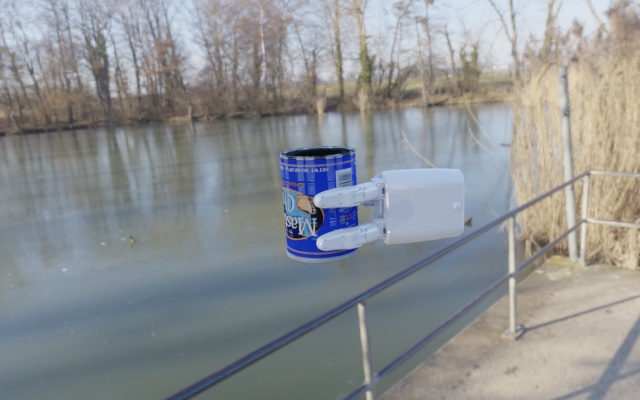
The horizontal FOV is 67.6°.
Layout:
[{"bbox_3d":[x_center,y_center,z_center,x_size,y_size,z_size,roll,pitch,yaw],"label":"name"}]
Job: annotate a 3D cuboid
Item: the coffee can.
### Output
[{"bbox_3d":[0.000,0.002,0.650,0.103,0.140,0.102,-3,13,1],"label":"coffee can"}]
